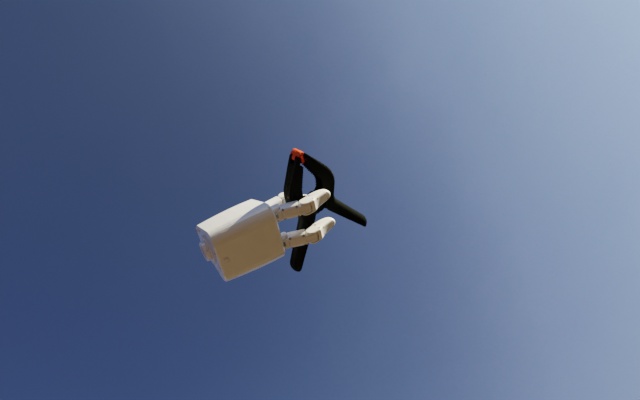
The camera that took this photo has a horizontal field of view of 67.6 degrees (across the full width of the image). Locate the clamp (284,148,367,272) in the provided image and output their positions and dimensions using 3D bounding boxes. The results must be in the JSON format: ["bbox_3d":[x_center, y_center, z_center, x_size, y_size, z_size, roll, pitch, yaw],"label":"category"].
[{"bbox_3d":[-0.001,0.002,0.812,0.164,0.210,0.036,-27,32,-24],"label":"clamp"}]
